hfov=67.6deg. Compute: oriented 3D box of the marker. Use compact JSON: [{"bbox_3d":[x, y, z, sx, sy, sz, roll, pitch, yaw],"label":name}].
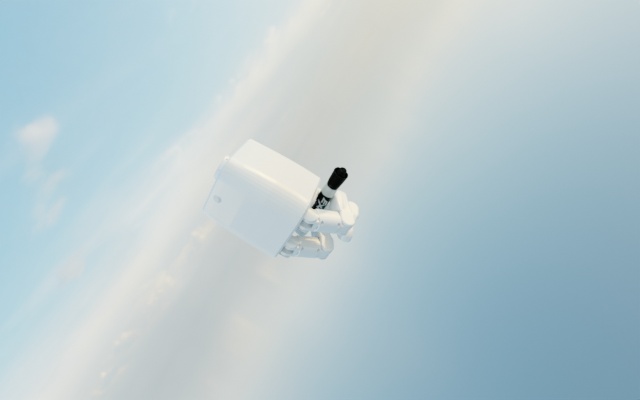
[{"bbox_3d":[0.000,0.002,0.594,0.020,0.020,0.121,0,-39,-35],"label":"marker"}]
